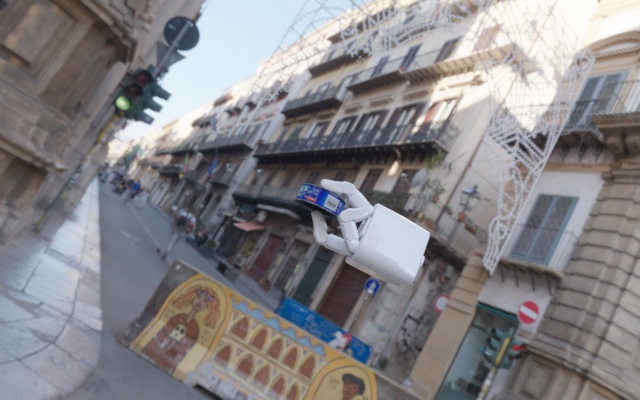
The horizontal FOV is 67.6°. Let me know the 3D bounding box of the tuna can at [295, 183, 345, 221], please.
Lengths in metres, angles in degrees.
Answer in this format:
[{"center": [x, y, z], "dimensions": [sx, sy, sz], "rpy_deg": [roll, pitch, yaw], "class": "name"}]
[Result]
[{"center": [0.000, 0.002, 0.844], "dimensions": [0.086, 0.033, 0.086], "rpy_deg": [24, -10, 5], "class": "tuna can"}]
